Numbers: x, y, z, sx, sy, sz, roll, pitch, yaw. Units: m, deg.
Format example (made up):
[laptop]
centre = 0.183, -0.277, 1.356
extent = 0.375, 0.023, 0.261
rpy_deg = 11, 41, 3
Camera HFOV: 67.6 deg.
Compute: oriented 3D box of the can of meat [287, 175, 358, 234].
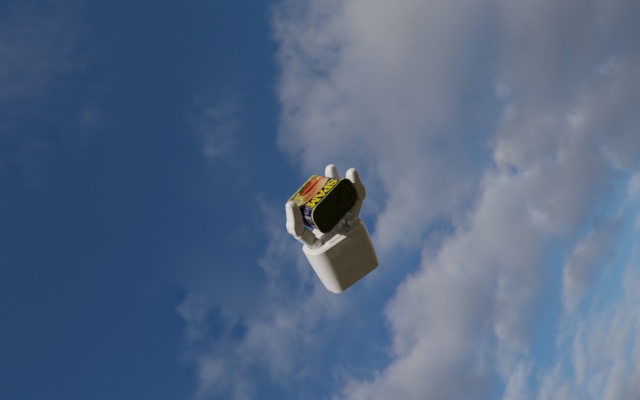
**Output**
[can of meat]
centre = 0.000, 0.003, 0.835
extent = 0.102, 0.057, 0.084
rpy_deg = -47, 34, -23
